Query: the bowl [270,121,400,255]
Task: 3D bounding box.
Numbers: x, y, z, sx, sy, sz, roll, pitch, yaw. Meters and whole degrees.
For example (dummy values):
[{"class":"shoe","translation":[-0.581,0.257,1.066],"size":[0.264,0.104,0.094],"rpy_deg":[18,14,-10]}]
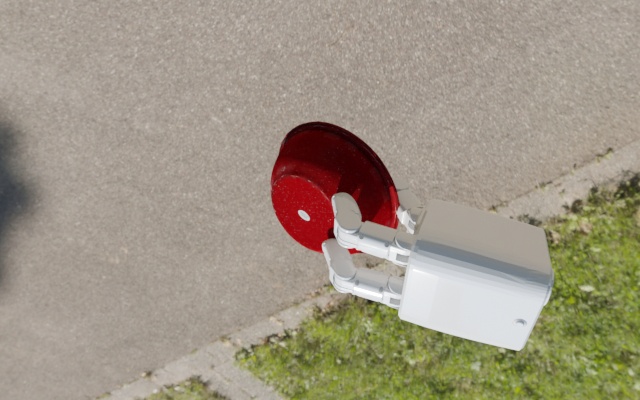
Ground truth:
[{"class":"bowl","translation":[-0.001,0.002,0.504],"size":[0.162,0.162,0.055],"rpy_deg":[0,29,44]}]
